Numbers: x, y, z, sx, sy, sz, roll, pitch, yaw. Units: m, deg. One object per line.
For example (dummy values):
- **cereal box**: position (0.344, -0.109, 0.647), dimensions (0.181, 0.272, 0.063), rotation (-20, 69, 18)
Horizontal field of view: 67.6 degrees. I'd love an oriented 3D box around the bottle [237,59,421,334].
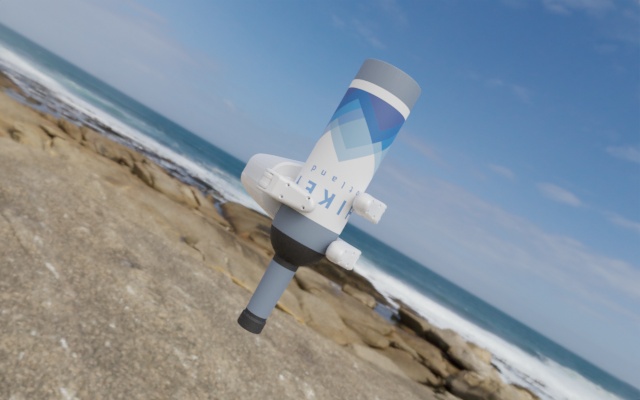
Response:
- **bottle**: position (0.000, 0.001, 0.486), dimensions (0.069, 0.295, 0.069), rotation (30, 0, 0)
